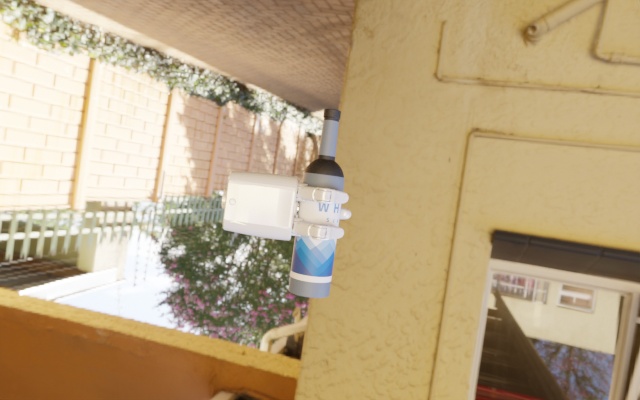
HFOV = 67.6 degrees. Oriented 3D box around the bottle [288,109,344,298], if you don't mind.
[{"bbox_3d":[0.000,0.003,0.763,0.069,0.296,0.069,7,2,0],"label":"bottle"}]
